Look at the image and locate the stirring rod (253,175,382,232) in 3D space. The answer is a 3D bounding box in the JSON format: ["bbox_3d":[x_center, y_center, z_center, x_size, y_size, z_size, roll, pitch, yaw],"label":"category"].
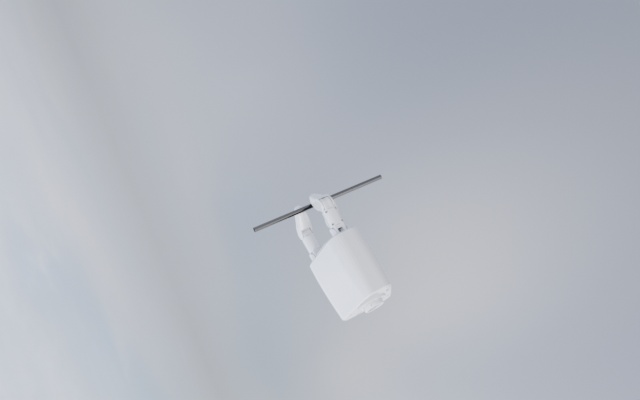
[{"bbox_3d":[0.000,0.003,0.791,0.239,0.011,0.011,-23,8,-19],"label":"stirring rod"}]
